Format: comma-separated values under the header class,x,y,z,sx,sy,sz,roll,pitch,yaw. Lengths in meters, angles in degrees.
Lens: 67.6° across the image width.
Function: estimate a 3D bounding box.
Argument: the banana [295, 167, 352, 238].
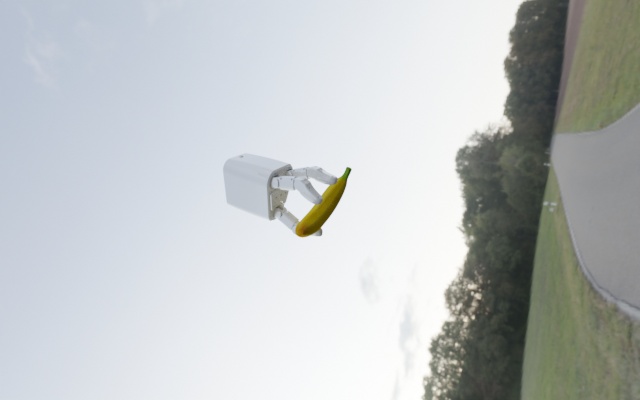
class,x,y,z,sx,sy,sz,roll,pitch,yaw
banana,0.001,0.014,0.901,0.037,0.070,0.197,22,49,17
